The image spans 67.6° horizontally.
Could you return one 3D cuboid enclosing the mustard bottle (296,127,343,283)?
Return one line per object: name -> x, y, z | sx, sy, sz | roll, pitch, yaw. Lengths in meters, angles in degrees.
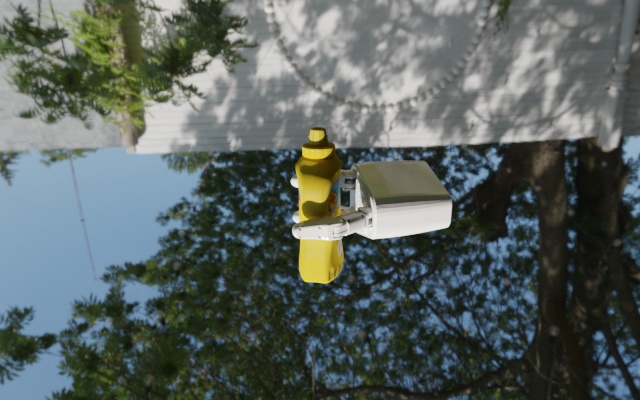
mustard bottle -> 0.000, 0.002, 0.613 | 0.058, 0.192, 0.096 | 3, 21, 11
